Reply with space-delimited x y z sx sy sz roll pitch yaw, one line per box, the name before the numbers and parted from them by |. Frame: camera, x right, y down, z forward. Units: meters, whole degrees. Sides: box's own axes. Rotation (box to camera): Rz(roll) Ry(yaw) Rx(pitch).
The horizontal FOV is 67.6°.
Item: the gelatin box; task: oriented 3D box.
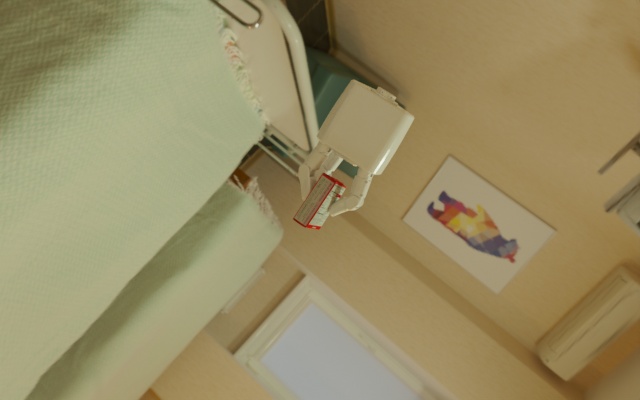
gelatin box | 0.000 0.003 0.768 0.030 0.089 0.073 34 5 16
